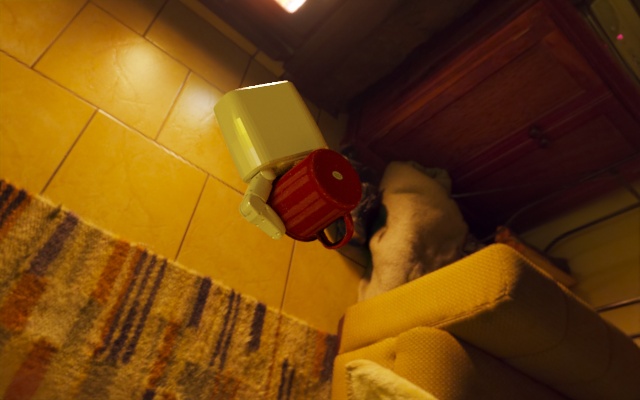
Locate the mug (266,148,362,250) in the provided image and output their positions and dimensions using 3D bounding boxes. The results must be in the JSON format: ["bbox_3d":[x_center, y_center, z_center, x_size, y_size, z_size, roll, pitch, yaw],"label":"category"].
[{"bbox_3d":[0.001,0.003,0.566,0.093,0.117,0.081,-14,-17,-48],"label":"mug"}]
